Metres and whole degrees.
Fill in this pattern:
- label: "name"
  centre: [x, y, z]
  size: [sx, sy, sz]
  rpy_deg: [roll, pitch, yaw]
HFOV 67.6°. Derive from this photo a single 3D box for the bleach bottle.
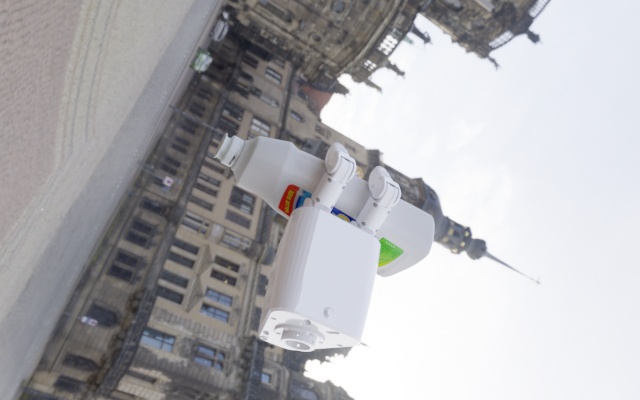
- label: "bleach bottle"
  centre: [0.000, 0.002, 0.528]
  size: [0.251, 0.068, 0.103]
  rpy_deg: [27, -35, -19]
